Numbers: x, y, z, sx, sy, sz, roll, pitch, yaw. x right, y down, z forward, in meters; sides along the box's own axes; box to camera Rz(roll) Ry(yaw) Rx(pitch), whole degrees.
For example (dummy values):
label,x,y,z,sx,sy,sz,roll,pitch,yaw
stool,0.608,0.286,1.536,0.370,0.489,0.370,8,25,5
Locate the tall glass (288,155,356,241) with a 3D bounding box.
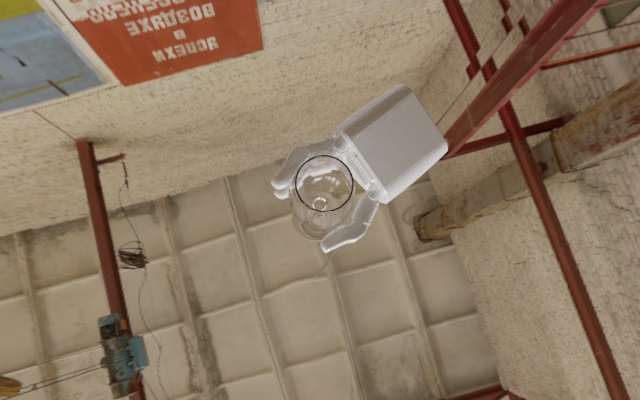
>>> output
label,x,y,z,sx,sy,sz,roll,pitch,yaw
tall glass,0.000,0.002,0.592,0.079,0.079,0.201,0,-11,-2
